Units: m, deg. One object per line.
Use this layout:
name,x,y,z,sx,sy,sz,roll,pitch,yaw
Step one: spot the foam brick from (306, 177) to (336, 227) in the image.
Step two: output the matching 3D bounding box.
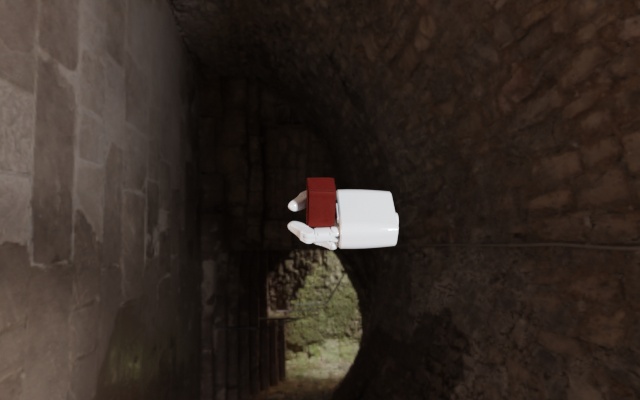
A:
foam brick,0.000,0.003,0.868,0.051,0.078,0.053,0,32,-3
